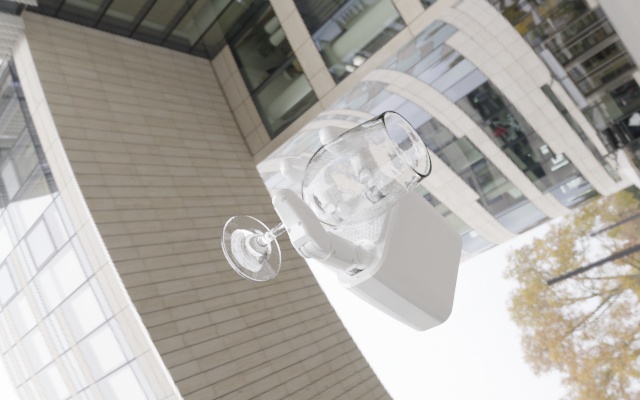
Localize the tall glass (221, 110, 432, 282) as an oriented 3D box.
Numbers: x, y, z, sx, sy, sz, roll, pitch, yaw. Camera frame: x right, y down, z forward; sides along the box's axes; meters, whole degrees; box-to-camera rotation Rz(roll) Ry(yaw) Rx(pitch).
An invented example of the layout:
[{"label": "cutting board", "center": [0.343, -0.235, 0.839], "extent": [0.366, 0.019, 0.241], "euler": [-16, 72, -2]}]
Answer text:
[{"label": "tall glass", "center": [-0.001, 0.002, 0.429], "extent": [0.201, 0.079, 0.079], "euler": [-34, -21, 33]}]
